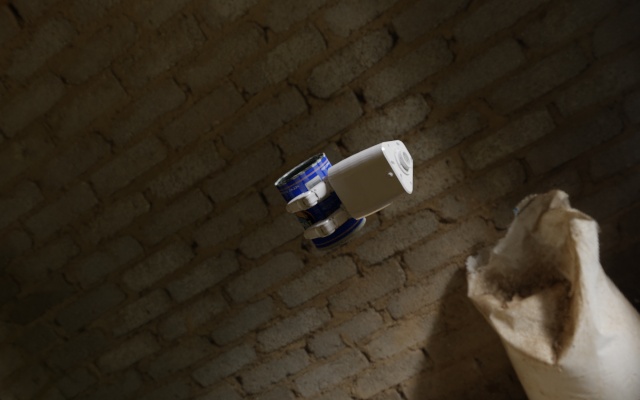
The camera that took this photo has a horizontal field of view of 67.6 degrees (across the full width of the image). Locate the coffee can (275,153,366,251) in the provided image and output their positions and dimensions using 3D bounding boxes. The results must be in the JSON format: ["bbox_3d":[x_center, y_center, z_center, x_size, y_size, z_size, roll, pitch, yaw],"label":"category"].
[{"bbox_3d":[0.000,0.003,0.839,0.103,0.140,0.102,-31,12,7],"label":"coffee can"}]
